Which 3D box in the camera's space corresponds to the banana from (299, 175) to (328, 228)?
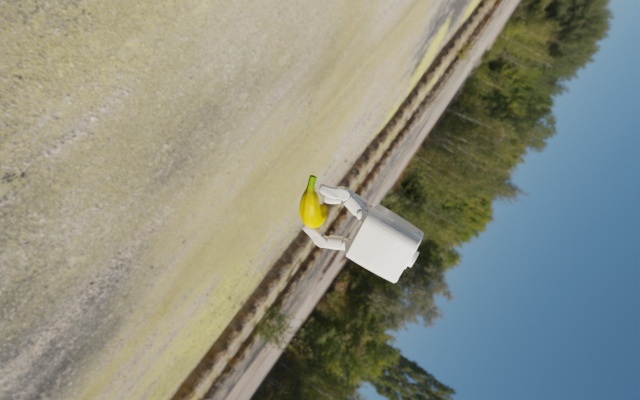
[{"bbox_3d":[-0.009,0.018,0.870,0.037,0.069,0.198,27,-12,11],"label":"banana"}]
